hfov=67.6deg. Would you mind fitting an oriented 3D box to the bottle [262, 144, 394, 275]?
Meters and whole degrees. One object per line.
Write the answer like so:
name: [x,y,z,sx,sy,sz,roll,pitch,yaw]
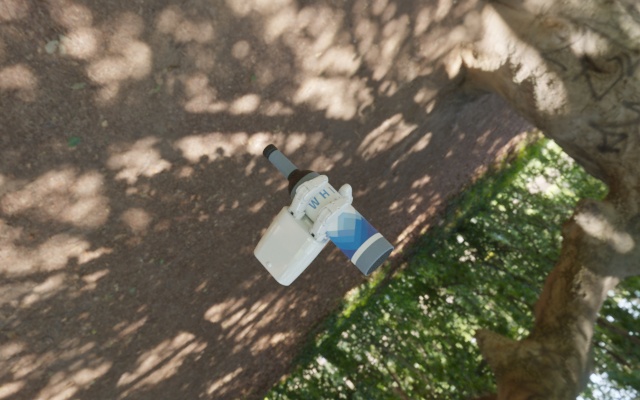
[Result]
bottle: [0.000,0.003,0.837,0.295,0.069,0.069,45,19,20]
